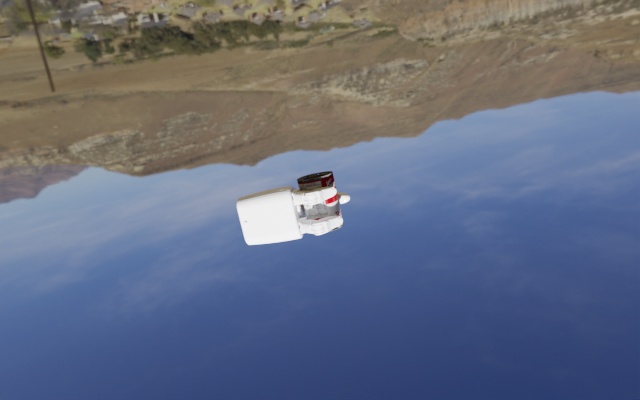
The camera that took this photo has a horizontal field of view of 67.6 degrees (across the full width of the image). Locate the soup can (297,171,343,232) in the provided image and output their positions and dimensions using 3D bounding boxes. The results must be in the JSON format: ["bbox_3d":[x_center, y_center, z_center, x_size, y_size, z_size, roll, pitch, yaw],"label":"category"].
[{"bbox_3d":[0.001,0.003,0.886,0.068,0.102,0.068,-12,10,2],"label":"soup can"}]
